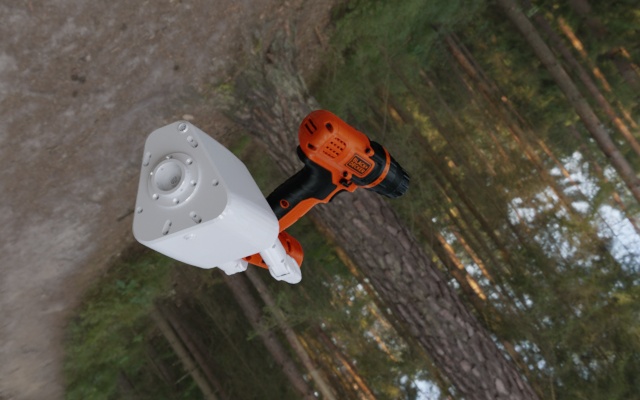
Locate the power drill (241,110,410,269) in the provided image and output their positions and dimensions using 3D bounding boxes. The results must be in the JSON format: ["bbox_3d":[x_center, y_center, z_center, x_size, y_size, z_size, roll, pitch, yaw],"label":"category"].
[{"bbox_3d":[0.000,0.002,0.547,0.184,0.188,0.057,28,20,-46],"label":"power drill"}]
